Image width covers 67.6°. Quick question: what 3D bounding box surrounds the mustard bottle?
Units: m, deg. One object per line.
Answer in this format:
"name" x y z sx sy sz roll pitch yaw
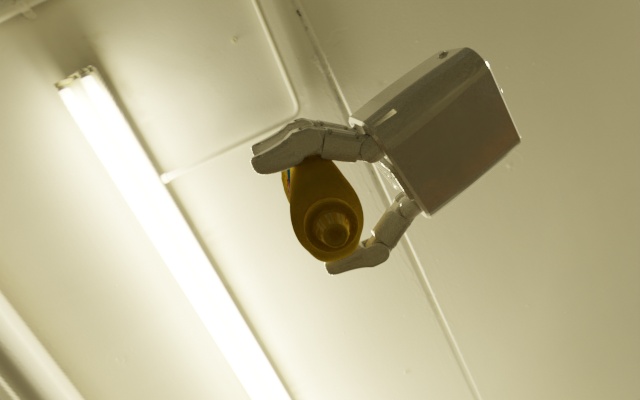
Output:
"mustard bottle" 0.000 0.001 0.425 0.058 0.096 0.191 -15 16 -4
